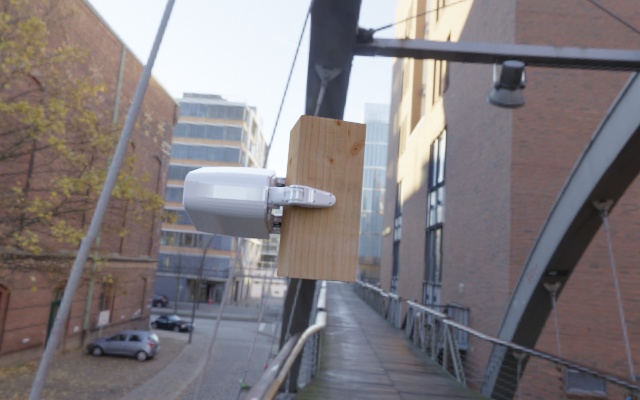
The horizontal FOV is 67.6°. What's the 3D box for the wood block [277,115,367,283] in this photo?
[{"bbox_3d":[0.000,0.002,0.639,0.090,0.206,0.091,6,-8,-13],"label":"wood block"}]
